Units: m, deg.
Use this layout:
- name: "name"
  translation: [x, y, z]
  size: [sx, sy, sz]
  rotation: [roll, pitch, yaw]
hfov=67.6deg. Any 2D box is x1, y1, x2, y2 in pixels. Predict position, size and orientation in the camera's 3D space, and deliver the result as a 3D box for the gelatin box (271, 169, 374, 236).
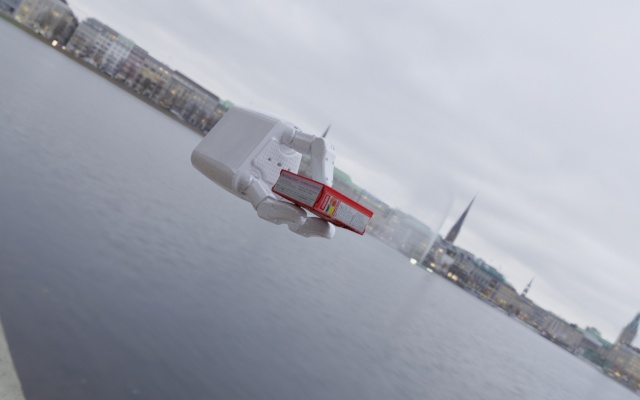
- name: "gelatin box"
  translation: [0.000, 0.001, 0.504]
  size: [0.073, 0.030, 0.089]
  rotation: [30, -5, -36]
